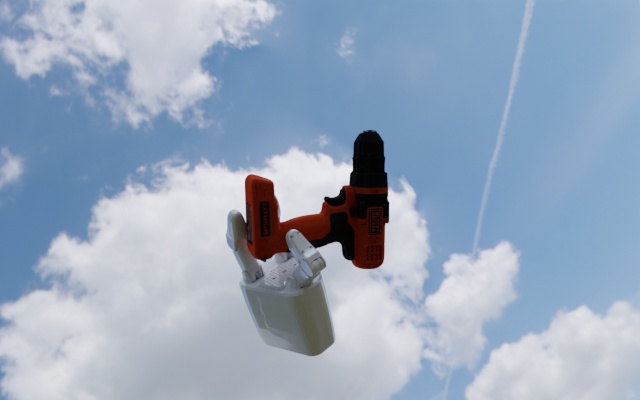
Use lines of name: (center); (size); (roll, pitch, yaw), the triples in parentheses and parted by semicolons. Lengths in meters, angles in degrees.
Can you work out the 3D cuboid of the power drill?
power drill: (0.000, 0.002, 0.611); (0.187, 0.184, 0.057); (-2, 4, -17)
